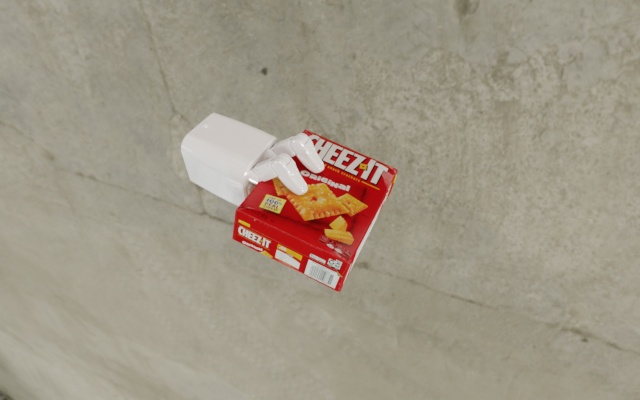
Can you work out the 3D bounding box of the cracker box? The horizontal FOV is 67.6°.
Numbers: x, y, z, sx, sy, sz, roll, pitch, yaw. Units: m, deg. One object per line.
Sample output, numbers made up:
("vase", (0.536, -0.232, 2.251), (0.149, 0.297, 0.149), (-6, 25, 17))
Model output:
("cracker box", (0.000, 0.002, 0.683), (0.164, 0.072, 0.213), (25, 45, 9))
